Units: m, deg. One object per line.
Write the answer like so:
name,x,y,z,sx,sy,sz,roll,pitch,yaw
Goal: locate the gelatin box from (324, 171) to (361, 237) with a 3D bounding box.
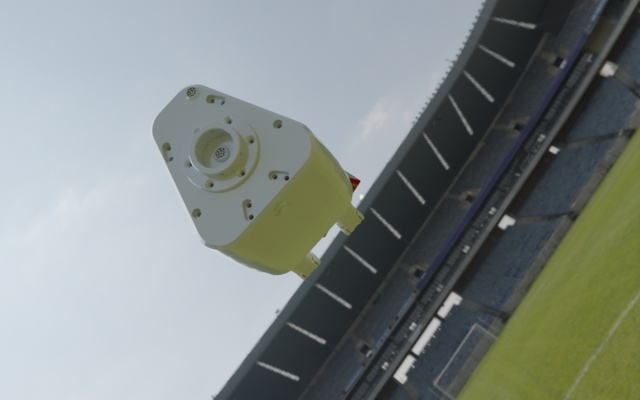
gelatin box,0.000,0.001,0.469,0.030,0.073,0.089,35,9,16
